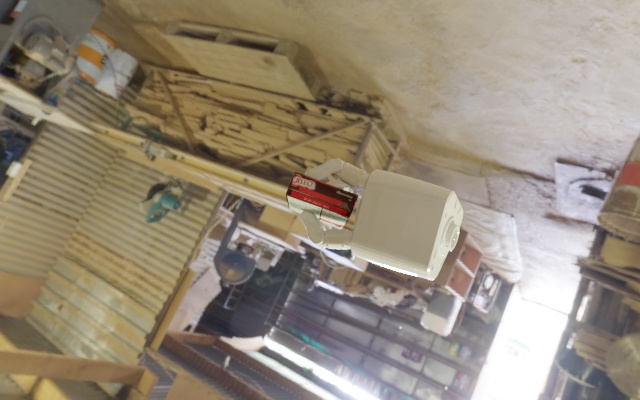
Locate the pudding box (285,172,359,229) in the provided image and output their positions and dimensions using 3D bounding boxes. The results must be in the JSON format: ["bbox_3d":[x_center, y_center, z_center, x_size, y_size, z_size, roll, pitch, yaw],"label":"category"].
[{"bbox_3d":[0.000,0.002,0.664,0.090,0.039,0.113,21,-12,2],"label":"pudding box"}]
